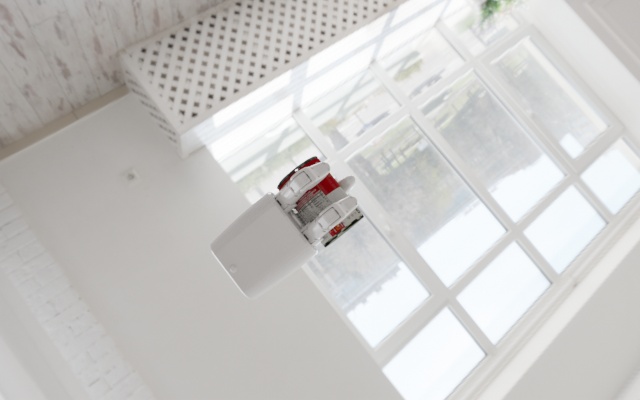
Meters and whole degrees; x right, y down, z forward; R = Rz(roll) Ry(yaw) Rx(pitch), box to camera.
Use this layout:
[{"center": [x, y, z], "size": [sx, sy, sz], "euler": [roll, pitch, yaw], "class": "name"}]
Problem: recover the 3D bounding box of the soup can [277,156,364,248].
[{"center": [0.001, 0.002, 0.625], "size": [0.068, 0.102, 0.068], "euler": [-38, -6, -5], "class": "soup can"}]
